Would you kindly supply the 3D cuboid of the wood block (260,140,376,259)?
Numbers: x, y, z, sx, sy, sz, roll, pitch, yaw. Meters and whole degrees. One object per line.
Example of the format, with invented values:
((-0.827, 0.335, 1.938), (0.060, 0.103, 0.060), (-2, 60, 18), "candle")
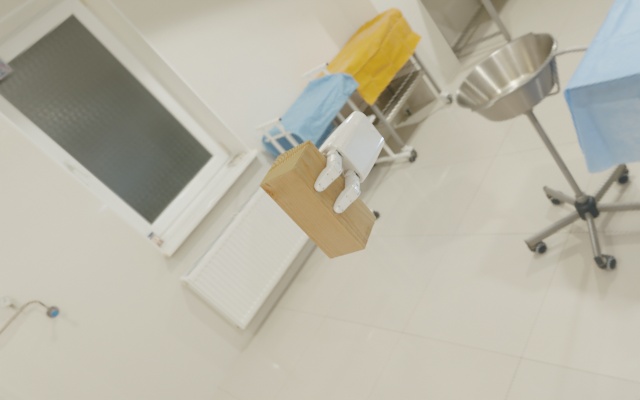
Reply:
((0.000, 0.003, 0.885), (0.091, 0.206, 0.090), (-21, 31, 40), "wood block")
